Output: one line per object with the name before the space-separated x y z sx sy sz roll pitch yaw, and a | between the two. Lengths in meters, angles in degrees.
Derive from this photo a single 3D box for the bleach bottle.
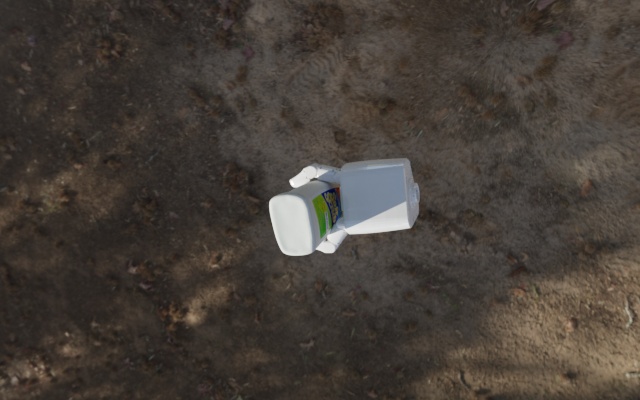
bleach bottle | 0.000 0.003 0.820 0.068 0.102 0.250 -5 16 22
